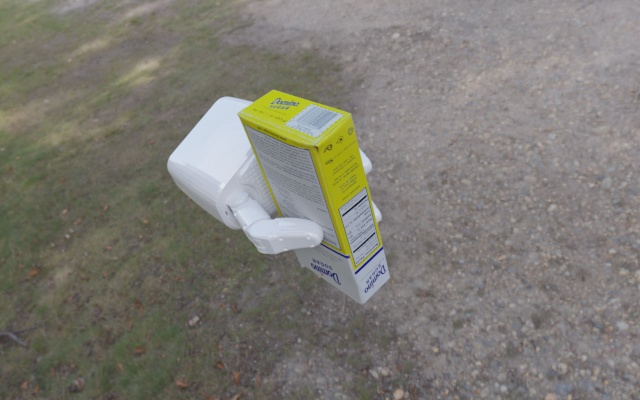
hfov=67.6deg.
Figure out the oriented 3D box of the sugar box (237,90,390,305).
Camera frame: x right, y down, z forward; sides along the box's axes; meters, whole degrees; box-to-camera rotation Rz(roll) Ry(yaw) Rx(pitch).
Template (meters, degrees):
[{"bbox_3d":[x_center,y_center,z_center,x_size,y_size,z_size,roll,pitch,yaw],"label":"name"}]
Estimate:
[{"bbox_3d":[0.000,0.001,0.402,0.048,0.176,0.093,-41,45,-22],"label":"sugar box"}]
